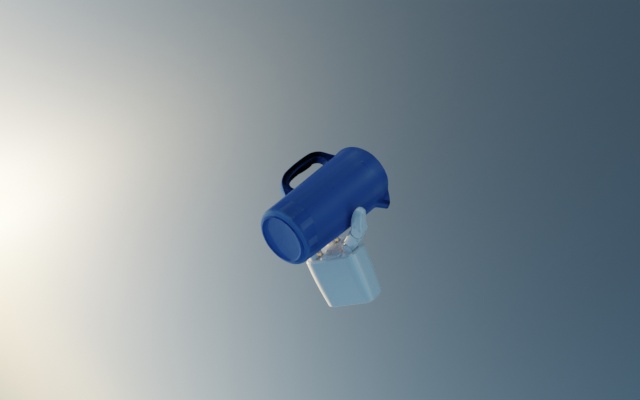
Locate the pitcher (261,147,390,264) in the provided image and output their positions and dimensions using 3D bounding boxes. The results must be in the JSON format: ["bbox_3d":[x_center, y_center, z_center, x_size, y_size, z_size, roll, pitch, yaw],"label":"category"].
[{"bbox_3d":[0.000,0.003,0.876,0.149,0.145,0.242,-4,25,46],"label":"pitcher"}]
